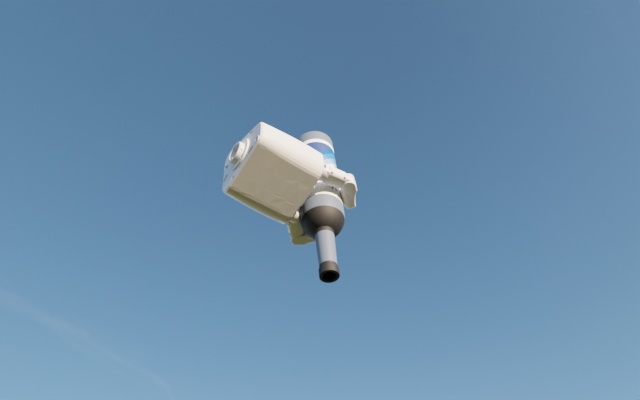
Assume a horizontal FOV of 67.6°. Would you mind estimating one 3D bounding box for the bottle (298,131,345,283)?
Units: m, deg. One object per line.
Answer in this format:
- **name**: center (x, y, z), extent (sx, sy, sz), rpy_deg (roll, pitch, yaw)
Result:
- **bottle**: center (0.000, 0.002, 0.734), extent (0.069, 0.069, 0.295), rpy_deg (0, 42, -6)
